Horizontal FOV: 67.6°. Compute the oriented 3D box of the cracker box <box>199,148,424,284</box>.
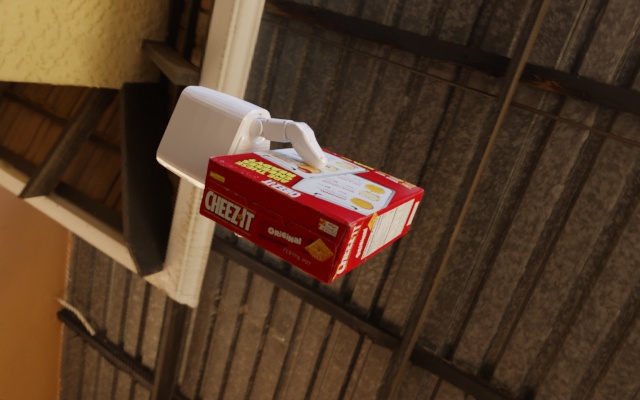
[{"bbox_3d":[0.000,0.002,0.534,0.164,0.072,0.213,25,21,23],"label":"cracker box"}]
